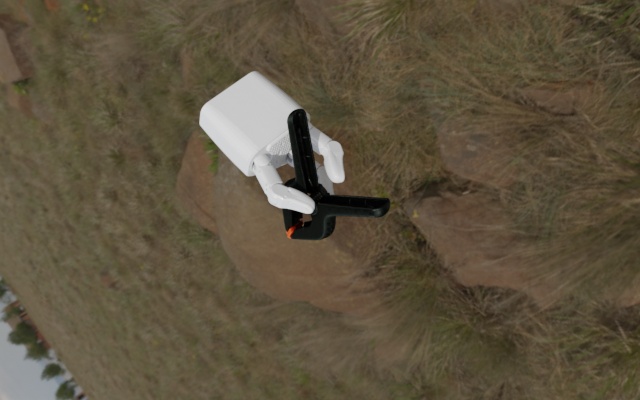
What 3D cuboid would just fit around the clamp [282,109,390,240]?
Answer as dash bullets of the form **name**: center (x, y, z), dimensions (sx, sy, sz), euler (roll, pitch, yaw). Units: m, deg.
- **clamp**: center (-0.001, 0.003, 0.626), dimensions (0.036, 0.164, 0.210), euler (-35, -19, -33)
